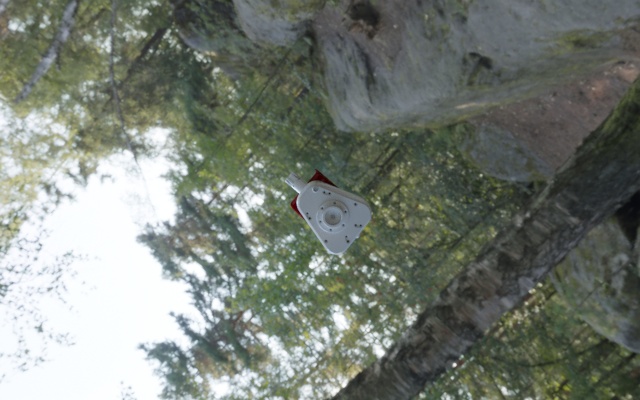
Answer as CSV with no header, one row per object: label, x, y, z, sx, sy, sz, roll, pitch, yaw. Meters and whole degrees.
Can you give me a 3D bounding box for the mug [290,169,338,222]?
mug,0.000,0.003,0.876,0.093,0.081,0.117,40,2,-1
